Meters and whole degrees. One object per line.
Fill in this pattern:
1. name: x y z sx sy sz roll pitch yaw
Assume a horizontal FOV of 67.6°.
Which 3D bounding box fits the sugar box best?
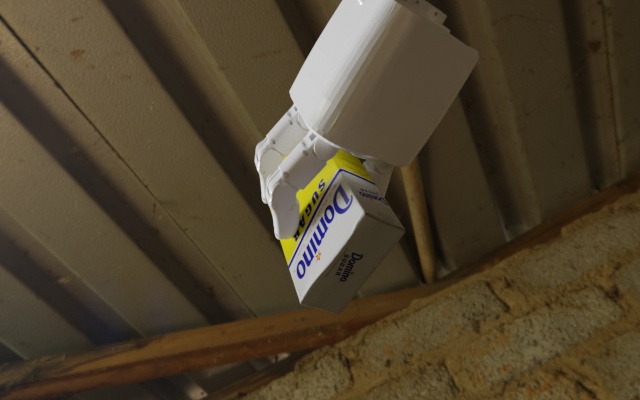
1. sugar box: 0.000 0.001 0.419 0.048 0.093 0.176 22 24 -28
